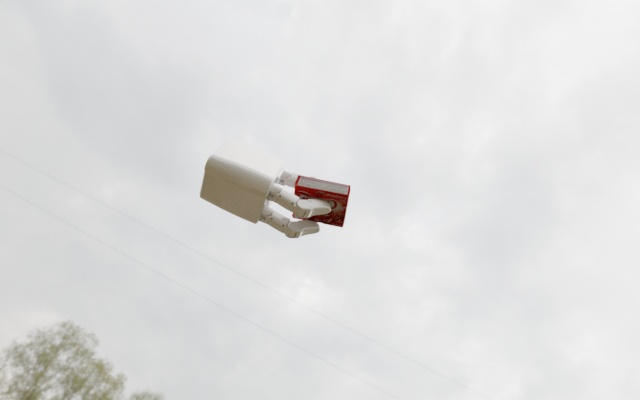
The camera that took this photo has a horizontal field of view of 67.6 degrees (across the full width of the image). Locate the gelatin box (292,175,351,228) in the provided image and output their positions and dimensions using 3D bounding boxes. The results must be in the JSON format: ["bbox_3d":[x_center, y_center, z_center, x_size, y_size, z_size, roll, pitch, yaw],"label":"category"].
[{"bbox_3d":[0.001,0.002,0.779,0.089,0.073,0.030,11,42,4],"label":"gelatin box"}]
